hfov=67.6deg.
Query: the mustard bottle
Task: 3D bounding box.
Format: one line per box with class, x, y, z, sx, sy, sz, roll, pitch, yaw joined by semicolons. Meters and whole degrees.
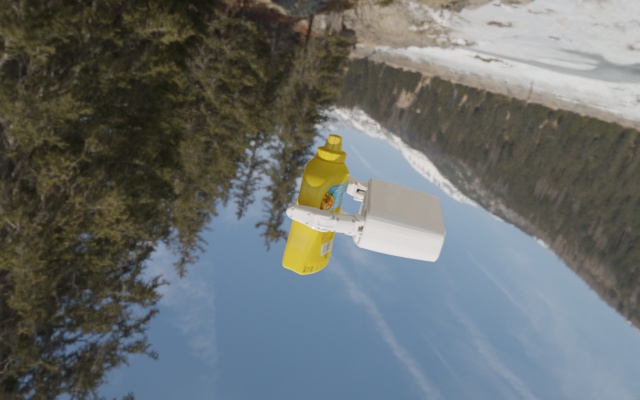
mustard bottle;0.000;0.002;0.668;0.058;0.192;0.096;21;18;22
